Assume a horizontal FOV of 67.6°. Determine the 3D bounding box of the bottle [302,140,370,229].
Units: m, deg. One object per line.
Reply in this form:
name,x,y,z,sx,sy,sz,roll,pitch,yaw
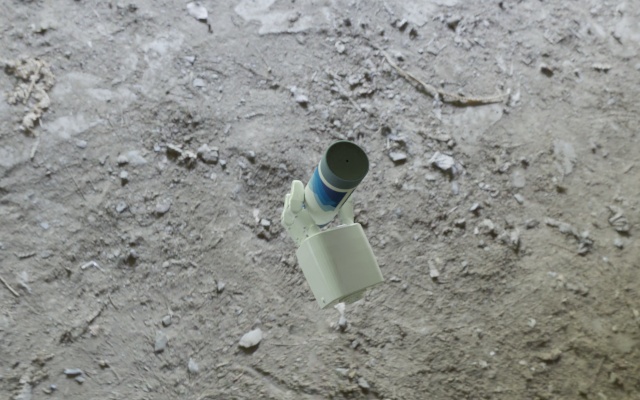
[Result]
bottle,0.000,0.002,0.797,0.069,0.069,0.296,0,-23,-16
